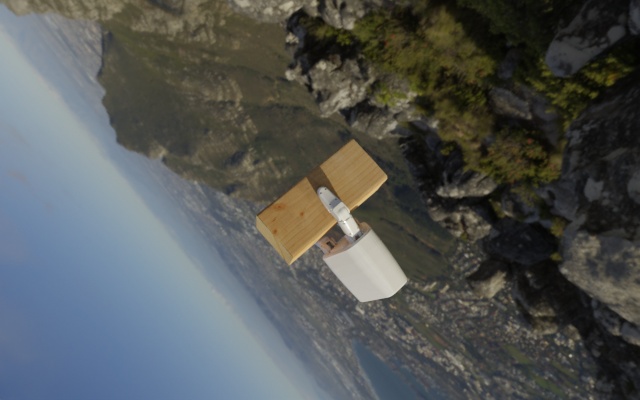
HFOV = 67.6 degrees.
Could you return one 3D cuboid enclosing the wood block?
[{"bbox_3d":[0.000,0.003,0.798,0.206,0.090,0.091,-40,-6,-16],"label":"wood block"}]
